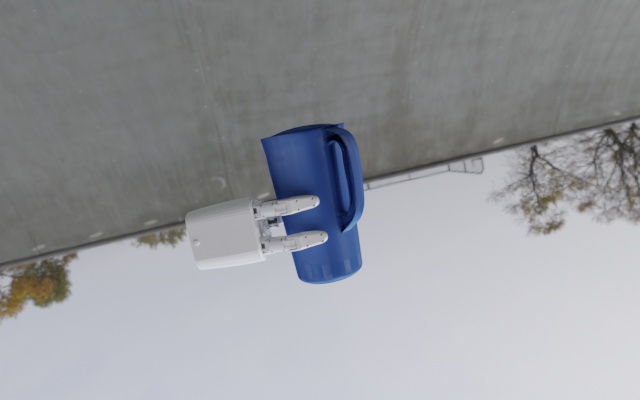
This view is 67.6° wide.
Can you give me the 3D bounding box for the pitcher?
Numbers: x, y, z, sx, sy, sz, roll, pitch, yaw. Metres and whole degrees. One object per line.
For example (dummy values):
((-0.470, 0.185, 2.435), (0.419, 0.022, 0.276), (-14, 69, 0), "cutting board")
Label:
((0.000, 0.002, 0.750), (0.145, 0.243, 0.149), (-11, 8, 5), "pitcher")
